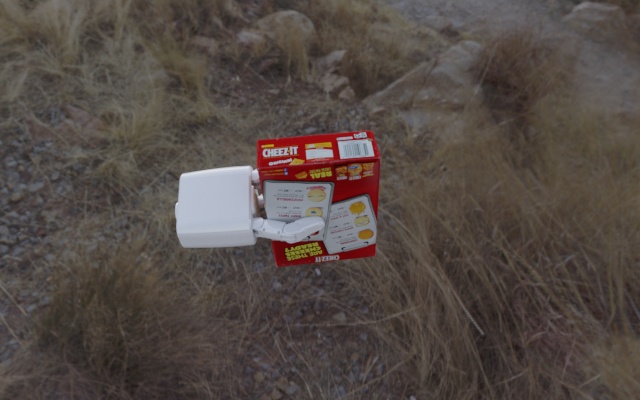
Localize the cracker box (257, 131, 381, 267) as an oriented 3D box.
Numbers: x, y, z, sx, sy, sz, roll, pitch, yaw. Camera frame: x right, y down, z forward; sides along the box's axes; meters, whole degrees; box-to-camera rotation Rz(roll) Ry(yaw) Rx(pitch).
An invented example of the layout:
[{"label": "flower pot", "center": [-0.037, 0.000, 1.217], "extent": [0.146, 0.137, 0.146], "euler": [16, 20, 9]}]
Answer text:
[{"label": "cracker box", "center": [0.000, 0.002, 0.712], "extent": [0.164, 0.072, 0.214], "euler": [-6, -44, -1]}]
